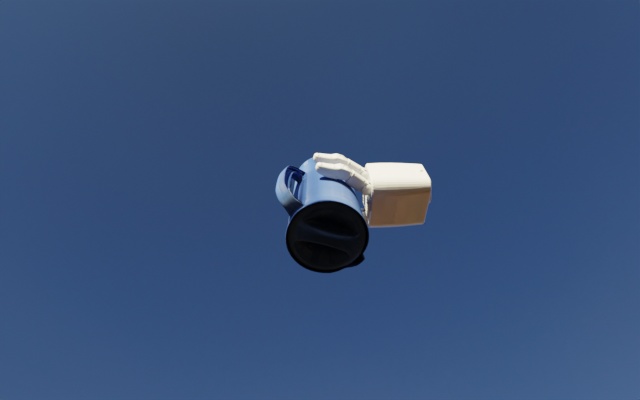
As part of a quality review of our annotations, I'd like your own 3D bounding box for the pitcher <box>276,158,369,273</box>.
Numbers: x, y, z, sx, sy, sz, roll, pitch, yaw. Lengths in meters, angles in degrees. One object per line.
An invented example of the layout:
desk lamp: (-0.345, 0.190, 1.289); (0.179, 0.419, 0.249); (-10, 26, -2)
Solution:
pitcher: (0.000, 0.003, 0.852); (0.145, 0.149, 0.242); (-2, 26, -1)
